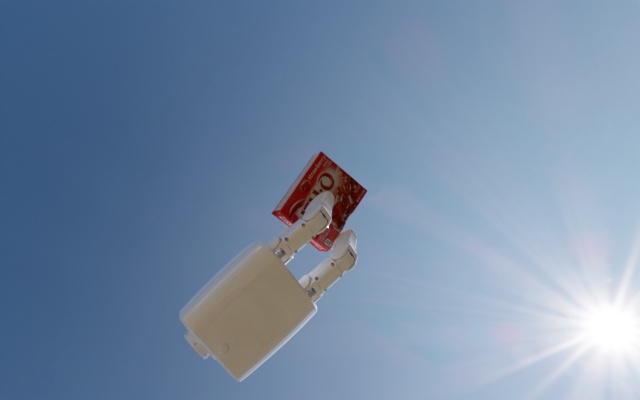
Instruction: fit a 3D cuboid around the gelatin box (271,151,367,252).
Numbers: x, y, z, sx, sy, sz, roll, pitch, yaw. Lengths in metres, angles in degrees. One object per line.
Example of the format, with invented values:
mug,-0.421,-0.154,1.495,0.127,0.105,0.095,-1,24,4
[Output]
gelatin box,0.000,0.002,0.543,0.073,0.089,0.030,39,-18,-15
